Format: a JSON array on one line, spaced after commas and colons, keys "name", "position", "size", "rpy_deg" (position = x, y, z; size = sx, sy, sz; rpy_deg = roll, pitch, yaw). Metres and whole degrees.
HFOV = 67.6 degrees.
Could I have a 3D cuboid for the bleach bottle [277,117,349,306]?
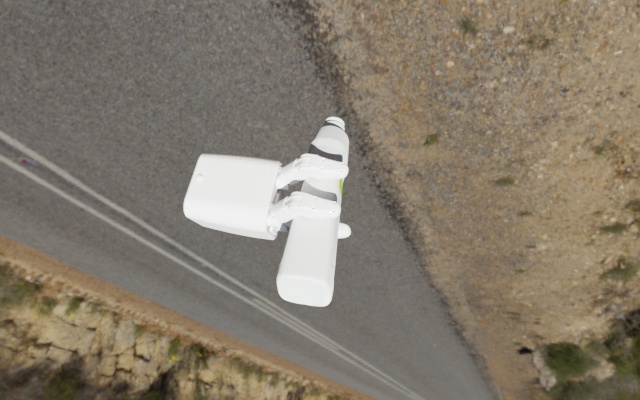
[{"name": "bleach bottle", "position": [0.000, 0.002, 0.627], "size": [0.068, 0.250, 0.103], "rpy_deg": [8, -29, 4]}]
